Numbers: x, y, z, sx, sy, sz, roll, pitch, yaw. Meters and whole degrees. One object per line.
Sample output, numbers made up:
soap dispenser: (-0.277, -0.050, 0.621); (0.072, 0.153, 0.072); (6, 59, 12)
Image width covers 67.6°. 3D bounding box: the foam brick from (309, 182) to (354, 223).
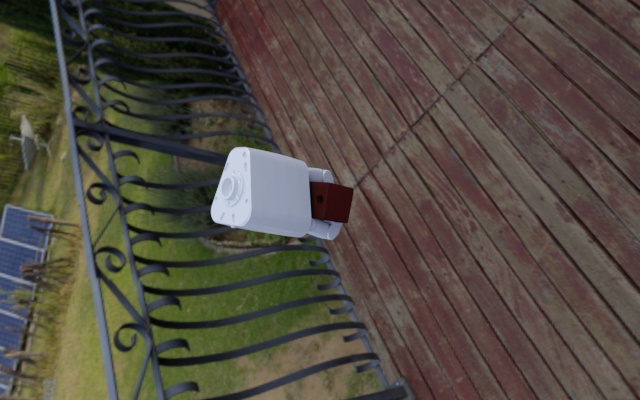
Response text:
foam brick: (0.000, 0.002, 0.697); (0.078, 0.053, 0.051); (4, -7, 45)
